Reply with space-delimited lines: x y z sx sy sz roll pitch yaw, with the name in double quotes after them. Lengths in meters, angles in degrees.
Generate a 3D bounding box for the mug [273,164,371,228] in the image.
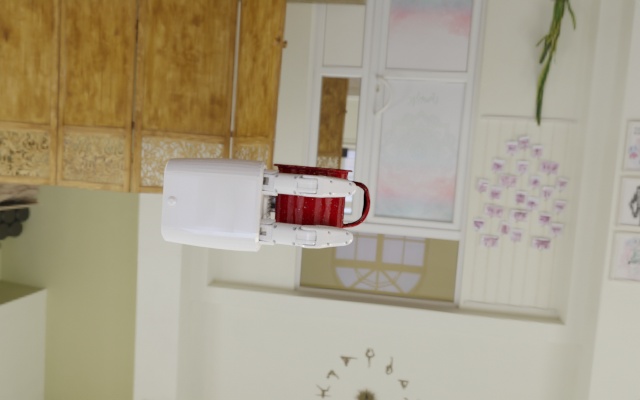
0.002 0.002 0.562 0.117 0.081 0.093 5 4 2 "mug"
